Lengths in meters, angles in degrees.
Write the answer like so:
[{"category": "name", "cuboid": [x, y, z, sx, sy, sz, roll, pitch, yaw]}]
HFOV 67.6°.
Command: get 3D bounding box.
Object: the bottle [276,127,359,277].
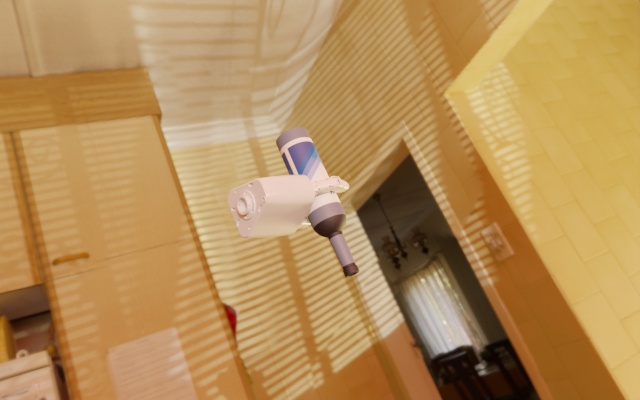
[{"category": "bottle", "cuboid": [0.000, 0.003, 0.888, 0.069, 0.295, 0.069, -21, -19, -8]}]
